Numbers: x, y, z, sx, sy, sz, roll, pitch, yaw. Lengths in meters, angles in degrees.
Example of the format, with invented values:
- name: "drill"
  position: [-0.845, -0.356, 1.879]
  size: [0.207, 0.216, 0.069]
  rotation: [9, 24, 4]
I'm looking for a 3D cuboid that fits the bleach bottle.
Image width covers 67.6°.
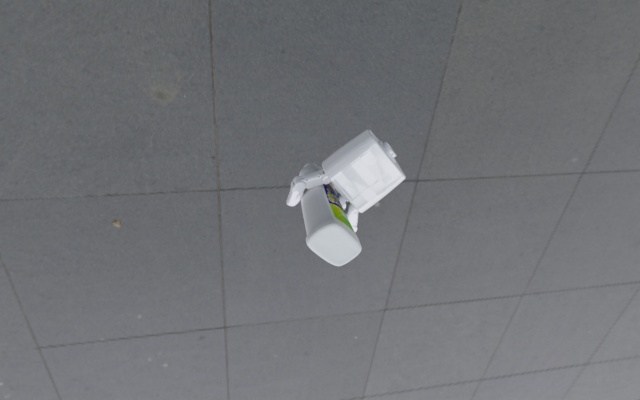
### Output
- name: "bleach bottle"
  position: [0.000, 0.003, 0.886]
  size: [0.068, 0.250, 0.103]
  rotation: [-37, -53, 14]
